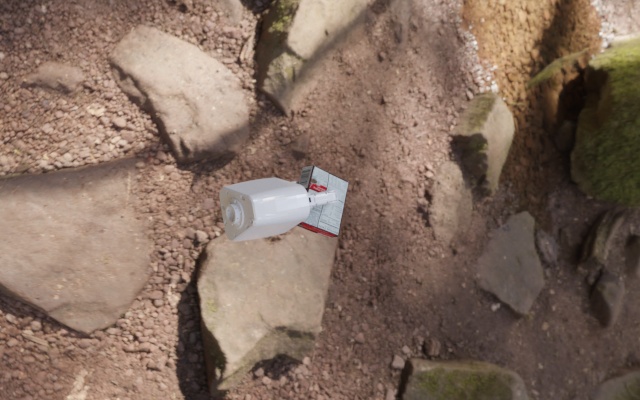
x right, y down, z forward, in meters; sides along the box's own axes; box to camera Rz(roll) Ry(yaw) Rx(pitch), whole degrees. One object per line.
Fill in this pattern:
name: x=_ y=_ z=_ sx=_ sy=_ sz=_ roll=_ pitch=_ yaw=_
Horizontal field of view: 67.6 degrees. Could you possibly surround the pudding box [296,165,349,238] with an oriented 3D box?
pudding box: x=0.000 y=0.003 z=0.874 sx=0.090 sy=0.113 sz=0.039 roll=24 pitch=-19 yaw=-34
